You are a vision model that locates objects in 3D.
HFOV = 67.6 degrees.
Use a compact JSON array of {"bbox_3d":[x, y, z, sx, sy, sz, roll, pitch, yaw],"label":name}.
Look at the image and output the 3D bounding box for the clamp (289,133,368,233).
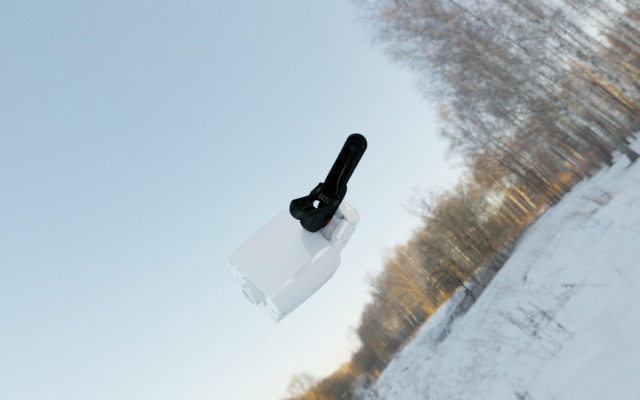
[{"bbox_3d":[0.000,0.001,0.572,0.120,0.039,0.172,-41,-16,-25],"label":"clamp"}]
